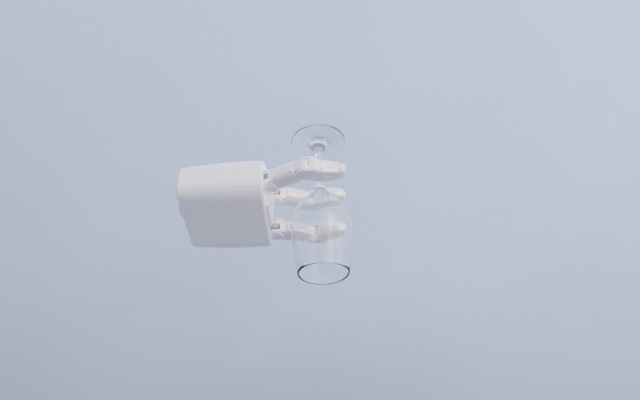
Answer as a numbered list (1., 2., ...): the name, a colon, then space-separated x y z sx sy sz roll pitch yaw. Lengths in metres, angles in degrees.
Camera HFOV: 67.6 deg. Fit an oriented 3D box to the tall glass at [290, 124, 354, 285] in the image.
1. tall glass: 0.000 0.001 0.606 0.079 0.201 0.079 -2 -34 -1
